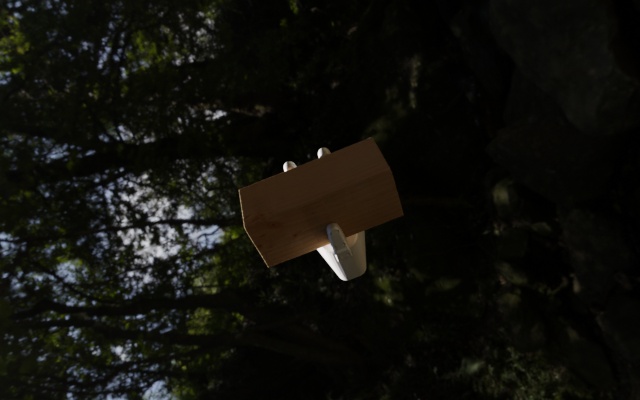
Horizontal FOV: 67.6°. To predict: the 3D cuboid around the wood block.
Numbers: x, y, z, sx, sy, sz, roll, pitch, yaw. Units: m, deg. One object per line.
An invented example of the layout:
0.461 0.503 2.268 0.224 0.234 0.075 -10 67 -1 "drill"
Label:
0.000 0.003 0.680 0.206 0.090 0.090 -22 40 2 "wood block"
